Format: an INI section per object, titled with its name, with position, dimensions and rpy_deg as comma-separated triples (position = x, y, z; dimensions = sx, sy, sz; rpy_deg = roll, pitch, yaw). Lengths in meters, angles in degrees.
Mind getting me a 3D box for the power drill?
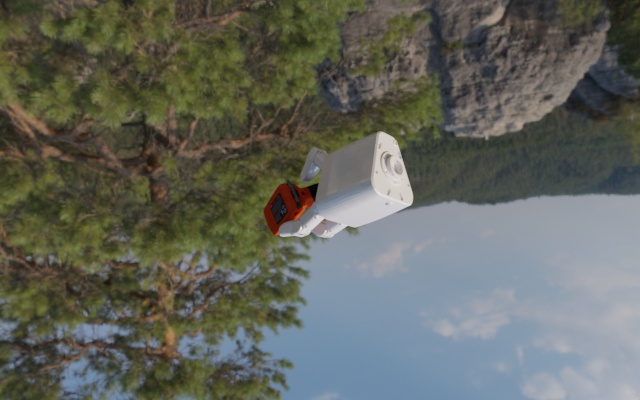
[power drill]
position = 0.000, 0.003, 0.823
dimensions = 0.187, 0.057, 0.184
rpy_deg = -17, -21, -31
